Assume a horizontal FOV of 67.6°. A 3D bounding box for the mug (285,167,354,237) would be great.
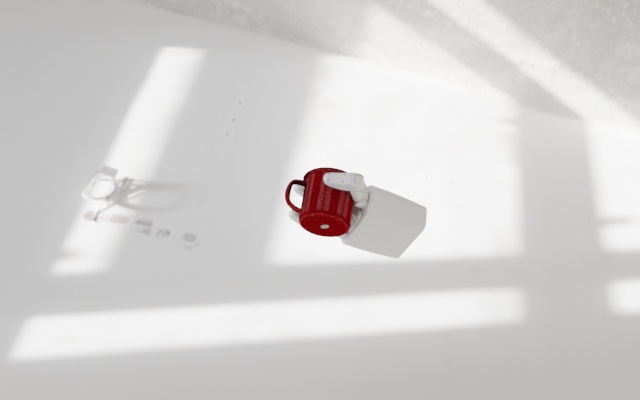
[{"bbox_3d":[-0.001,0.002,0.757,0.117,0.081,0.093,18,-31,-13],"label":"mug"}]
